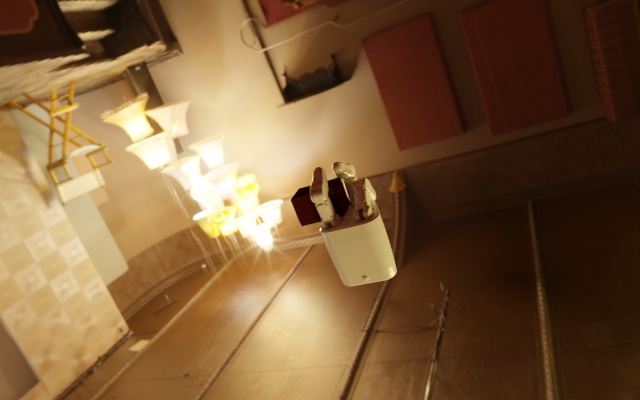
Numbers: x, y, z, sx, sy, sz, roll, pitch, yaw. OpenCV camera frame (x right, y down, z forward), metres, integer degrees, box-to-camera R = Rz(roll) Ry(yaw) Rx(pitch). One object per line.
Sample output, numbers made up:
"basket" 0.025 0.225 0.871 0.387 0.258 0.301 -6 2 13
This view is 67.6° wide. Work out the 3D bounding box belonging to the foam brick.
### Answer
"foam brick" 0.000 0.002 0.779 0.078 0.051 0.053 -14 18 22
